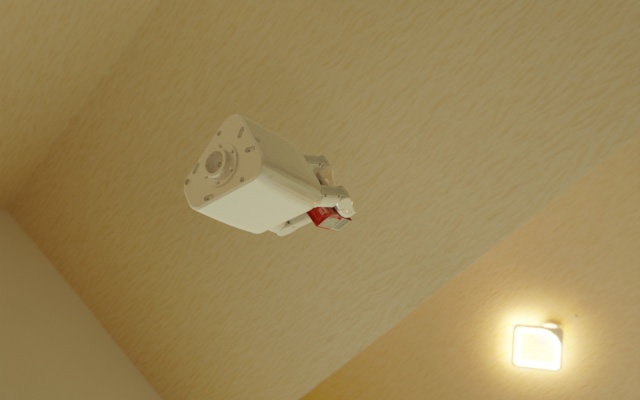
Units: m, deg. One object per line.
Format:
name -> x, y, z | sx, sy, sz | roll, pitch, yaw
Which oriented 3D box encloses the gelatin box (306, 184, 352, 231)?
gelatin box -> 0.000, 0.002, 0.648 | 0.030, 0.073, 0.089 | -39, -20, 12
